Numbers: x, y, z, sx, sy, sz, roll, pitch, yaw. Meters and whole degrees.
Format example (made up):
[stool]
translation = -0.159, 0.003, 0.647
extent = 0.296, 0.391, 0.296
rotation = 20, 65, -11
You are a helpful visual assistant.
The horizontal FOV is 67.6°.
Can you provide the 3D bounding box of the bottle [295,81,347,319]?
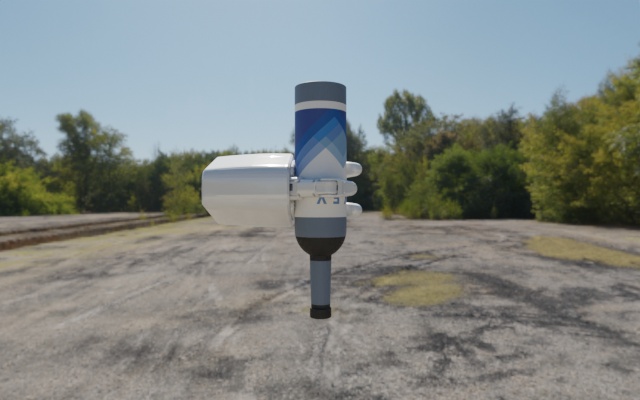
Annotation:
[bottle]
translation = 0.000, 0.002, 0.612
extent = 0.069, 0.295, 0.069
rotation = 0, 0, 0
